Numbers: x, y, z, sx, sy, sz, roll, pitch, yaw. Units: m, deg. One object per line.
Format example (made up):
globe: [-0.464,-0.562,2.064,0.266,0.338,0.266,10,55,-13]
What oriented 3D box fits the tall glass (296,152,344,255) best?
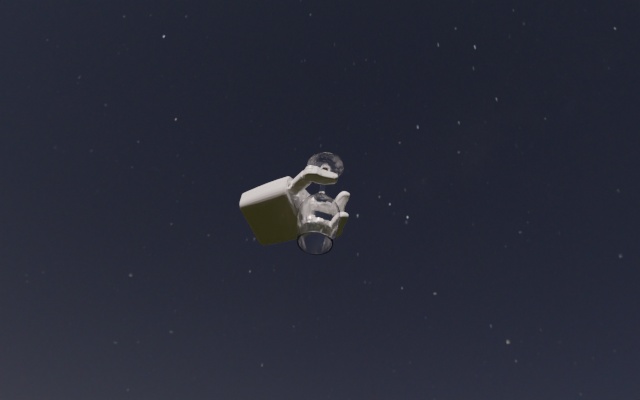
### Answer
tall glass: [0.000,0.002,0.875,0.079,0.079,0.200,4,45,4]
